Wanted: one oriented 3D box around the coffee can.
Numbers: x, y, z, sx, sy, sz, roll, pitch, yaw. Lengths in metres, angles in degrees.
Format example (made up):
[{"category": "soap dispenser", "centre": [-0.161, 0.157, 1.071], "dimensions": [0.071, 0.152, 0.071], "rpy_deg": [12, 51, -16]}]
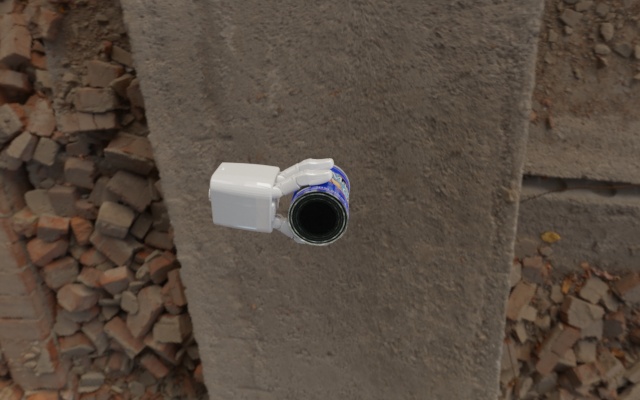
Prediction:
[{"category": "coffee can", "centre": [0.000, 0.003, 0.852], "dimensions": [0.103, 0.103, 0.140], "rpy_deg": [0, 24, 4]}]
